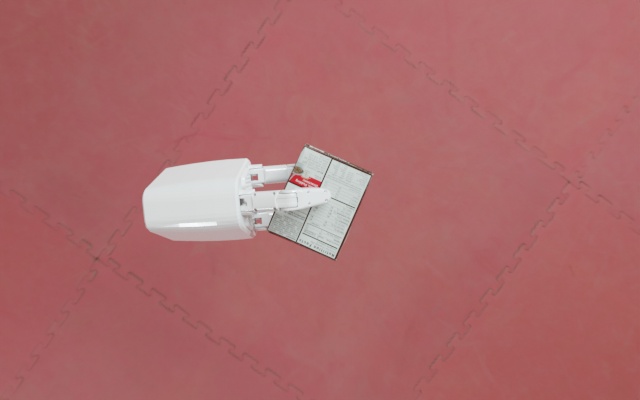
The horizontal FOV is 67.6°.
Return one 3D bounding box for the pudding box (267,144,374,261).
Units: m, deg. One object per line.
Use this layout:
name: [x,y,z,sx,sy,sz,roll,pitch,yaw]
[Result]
pudding box: [0.000,0.002,0.558,0.090,0.113,0.039,24,6,1]
